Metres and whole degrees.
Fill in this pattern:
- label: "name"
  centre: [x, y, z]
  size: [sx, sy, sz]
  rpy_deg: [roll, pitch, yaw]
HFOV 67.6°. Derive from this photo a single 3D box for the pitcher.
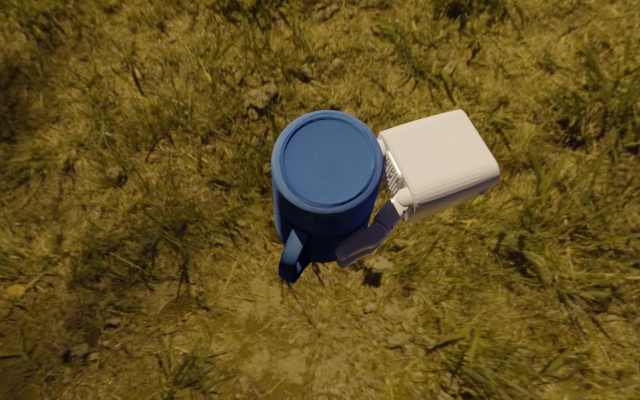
- label: "pitcher"
  centre: [0.000, 0.002, 0.558]
  size: [0.145, 0.149, 0.243]
  rpy_deg: [-17, -14, -5]
